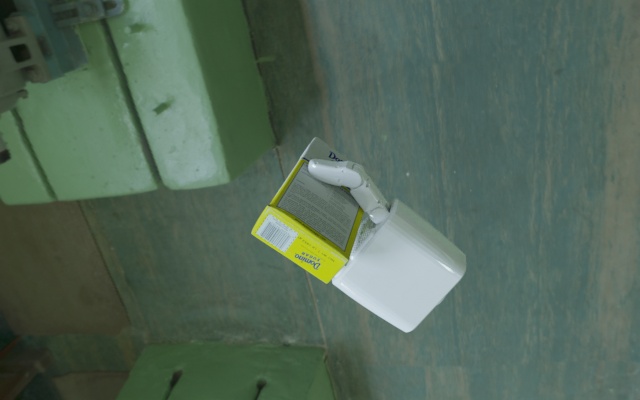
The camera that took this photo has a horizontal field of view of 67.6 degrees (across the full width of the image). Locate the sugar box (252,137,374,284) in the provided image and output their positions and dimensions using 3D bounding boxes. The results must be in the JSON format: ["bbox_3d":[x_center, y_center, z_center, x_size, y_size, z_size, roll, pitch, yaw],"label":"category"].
[{"bbox_3d":[0.000,0.002,0.524,0.093,0.048,0.176,35,30,-5],"label":"sugar box"}]
